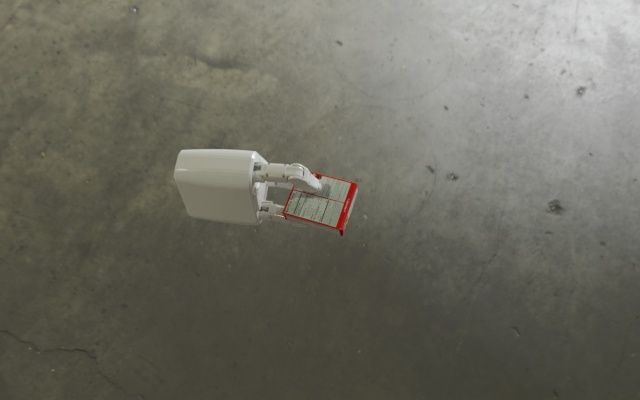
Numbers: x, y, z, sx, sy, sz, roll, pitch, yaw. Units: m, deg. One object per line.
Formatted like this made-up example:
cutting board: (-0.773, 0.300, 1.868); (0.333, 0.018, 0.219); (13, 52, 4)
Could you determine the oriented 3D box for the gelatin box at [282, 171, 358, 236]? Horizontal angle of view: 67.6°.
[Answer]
gelatin box: (0.000, 0.002, 0.672); (0.089, 0.073, 0.030); (15, -21, 14)
